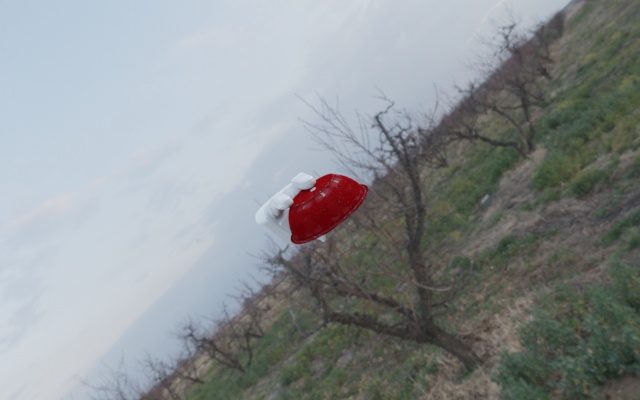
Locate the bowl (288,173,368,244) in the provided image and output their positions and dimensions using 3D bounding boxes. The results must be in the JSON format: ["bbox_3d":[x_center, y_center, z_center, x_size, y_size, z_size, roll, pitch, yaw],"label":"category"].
[{"bbox_3d":[0.001,0.002,0.814,0.162,0.055,0.162,-33,15,10],"label":"bowl"}]
